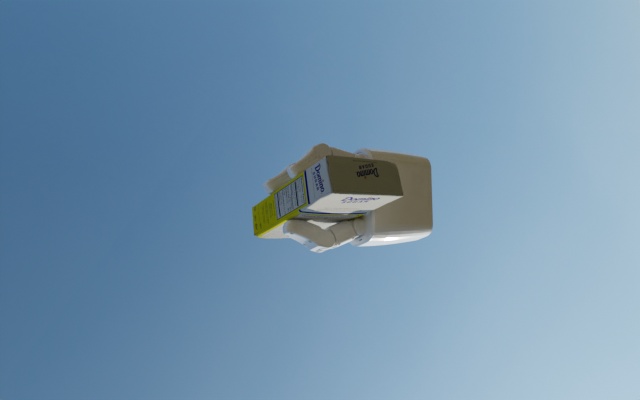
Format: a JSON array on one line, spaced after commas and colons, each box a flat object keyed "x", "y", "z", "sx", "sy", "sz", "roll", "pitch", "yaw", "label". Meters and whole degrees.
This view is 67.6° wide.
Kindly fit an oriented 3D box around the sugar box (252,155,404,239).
[{"x": 0.000, "y": 0.001, "z": 0.542, "sx": 0.093, "sy": 0.048, "sz": 0.176, "roll": 2, "pitch": -21, "yaw": -34, "label": "sugar box"}]
